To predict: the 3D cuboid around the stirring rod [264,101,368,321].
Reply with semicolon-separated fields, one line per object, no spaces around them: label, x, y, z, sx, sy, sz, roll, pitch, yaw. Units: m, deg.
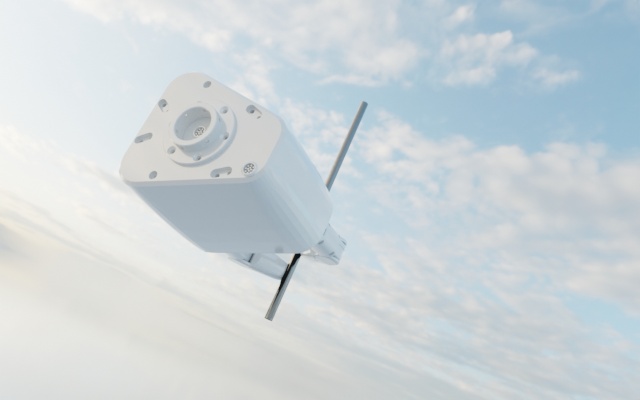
stirring rod;0.000;0.002;0.461;0.011;0.239;0.011;21;-20;8
